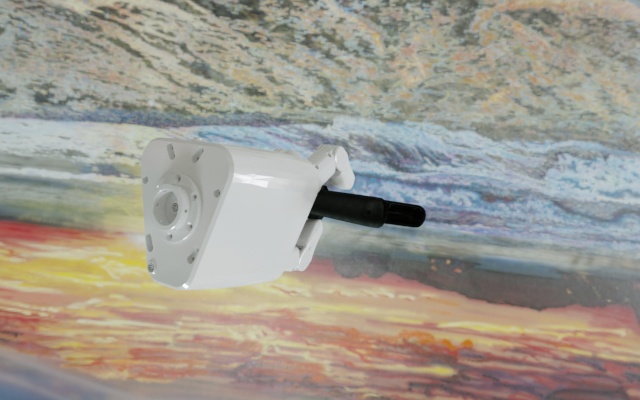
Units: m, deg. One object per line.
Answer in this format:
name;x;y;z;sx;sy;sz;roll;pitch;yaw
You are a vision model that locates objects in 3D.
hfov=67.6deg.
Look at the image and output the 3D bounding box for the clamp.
clamp;-0.001;0.002;0.490;0.210;0.036;0.164;9;0;30
